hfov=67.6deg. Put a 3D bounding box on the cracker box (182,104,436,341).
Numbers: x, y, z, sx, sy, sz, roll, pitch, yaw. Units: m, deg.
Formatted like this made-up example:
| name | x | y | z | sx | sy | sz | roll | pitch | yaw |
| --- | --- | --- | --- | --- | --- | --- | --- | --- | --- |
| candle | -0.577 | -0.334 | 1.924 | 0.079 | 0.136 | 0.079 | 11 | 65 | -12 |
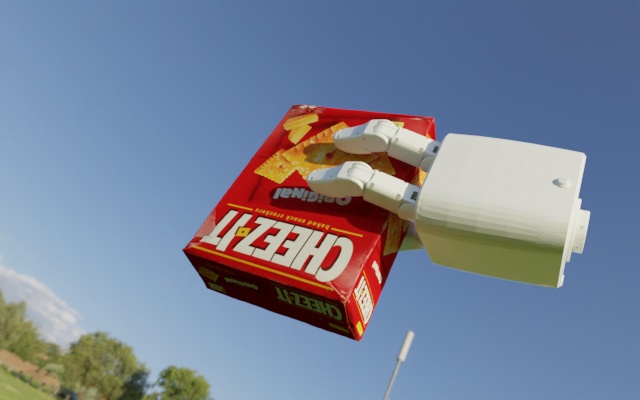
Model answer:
| name | x | y | z | sx | sy | sz | roll | pitch | yaw |
| --- | --- | --- | --- | --- | --- | --- | --- | --- | --- |
| cracker box | 0.000 | 0.001 | 0.454 | 0.164 | 0.213 | 0.072 | 12 | -38 | 27 |
